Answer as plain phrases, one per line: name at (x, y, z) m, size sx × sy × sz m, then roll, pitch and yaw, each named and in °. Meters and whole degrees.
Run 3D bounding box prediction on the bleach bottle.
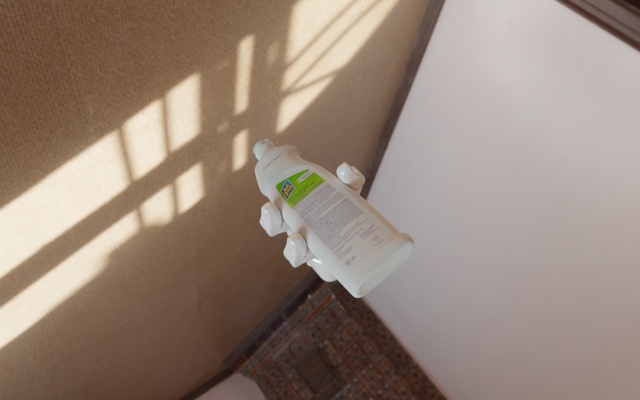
bleach bottle at (0.000, 0.002, 0.626) m, size 0.102 × 0.250 × 0.068 m, roll -38°, pitch -25°, yaw -10°
